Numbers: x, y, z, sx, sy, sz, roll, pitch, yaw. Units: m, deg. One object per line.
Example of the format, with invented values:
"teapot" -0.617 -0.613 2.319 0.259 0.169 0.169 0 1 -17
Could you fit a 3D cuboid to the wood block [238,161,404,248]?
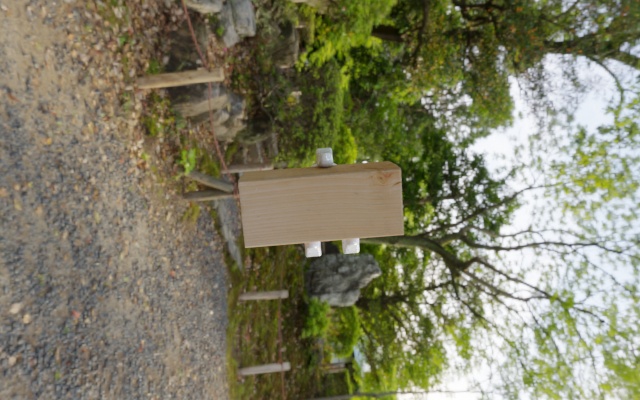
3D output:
"wood block" 0.000 0.002 0.647 0.206 0.091 0.090 -5 11 -1
